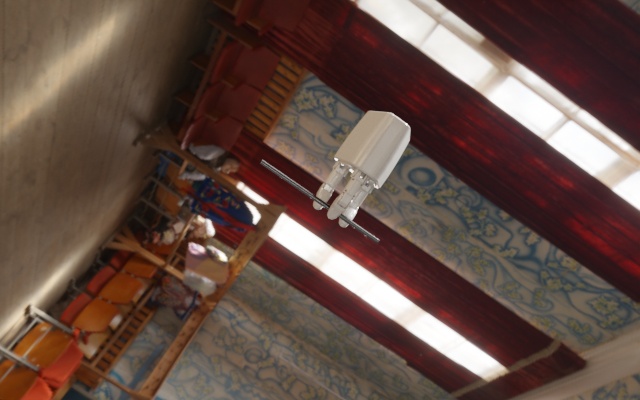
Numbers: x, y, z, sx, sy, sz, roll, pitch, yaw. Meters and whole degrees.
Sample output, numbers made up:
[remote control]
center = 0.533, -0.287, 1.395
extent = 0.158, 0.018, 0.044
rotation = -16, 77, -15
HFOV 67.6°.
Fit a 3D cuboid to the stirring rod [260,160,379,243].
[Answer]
[stirring rod]
center = 0.000, 0.003, 0.808
extent = 0.239, 0.011, 0.011
rotation = 34, -4, -5
